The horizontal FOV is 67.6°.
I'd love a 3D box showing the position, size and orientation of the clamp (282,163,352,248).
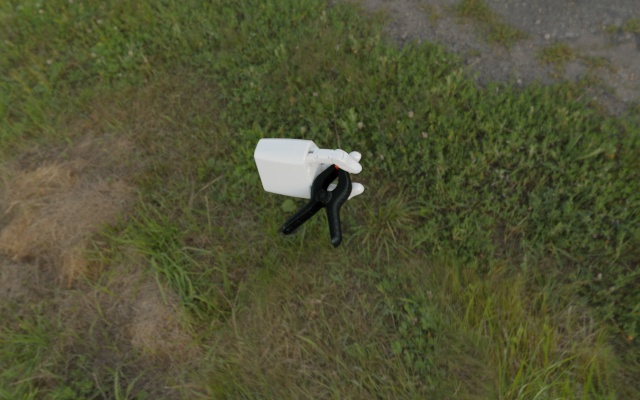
[{"bbox_3d":[0.000,0.002,0.869,0.120,0.171,0.039,6,-29,22],"label":"clamp"}]
